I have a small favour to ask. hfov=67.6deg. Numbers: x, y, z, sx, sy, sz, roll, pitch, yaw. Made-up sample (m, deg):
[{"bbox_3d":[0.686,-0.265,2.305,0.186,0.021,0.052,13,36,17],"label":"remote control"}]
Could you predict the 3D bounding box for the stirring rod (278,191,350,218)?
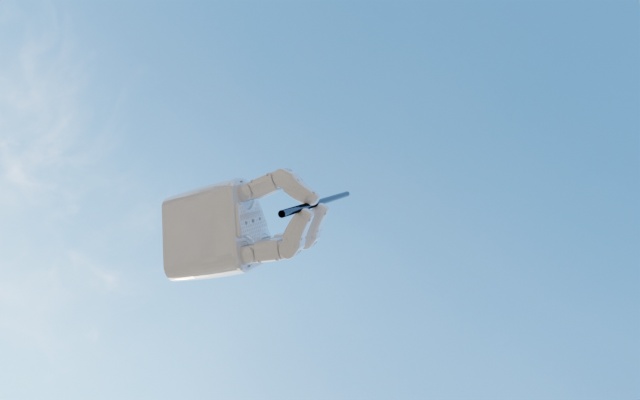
[{"bbox_3d":[0.000,0.002,0.587,0.011,0.011,0.239,0,5,19],"label":"stirring rod"}]
